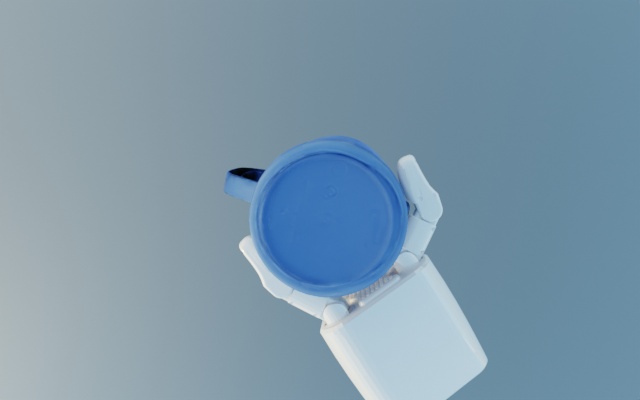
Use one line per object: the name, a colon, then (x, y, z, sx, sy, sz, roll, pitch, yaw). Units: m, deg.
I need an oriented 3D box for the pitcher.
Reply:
pitcher: (0.000, 0.002, 0.432, 0.149, 0.145, 0.243, -31, 2, 5)
